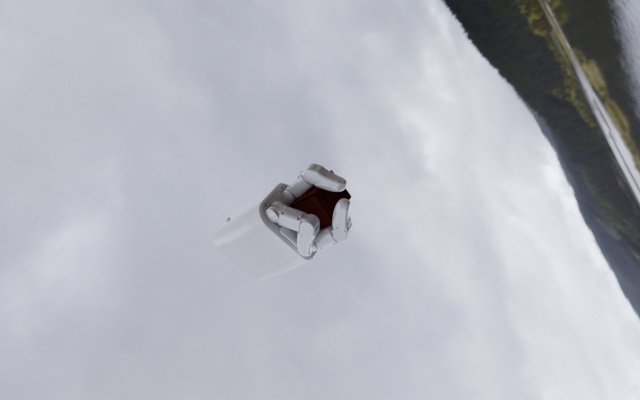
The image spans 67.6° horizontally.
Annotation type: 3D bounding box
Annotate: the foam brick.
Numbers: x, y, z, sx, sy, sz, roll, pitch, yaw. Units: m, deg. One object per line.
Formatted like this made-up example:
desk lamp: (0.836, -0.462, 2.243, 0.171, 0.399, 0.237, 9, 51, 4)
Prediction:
foam brick: (0.000, 0.002, 0.680, 0.051, 0.053, 0.078, -28, 14, 32)
